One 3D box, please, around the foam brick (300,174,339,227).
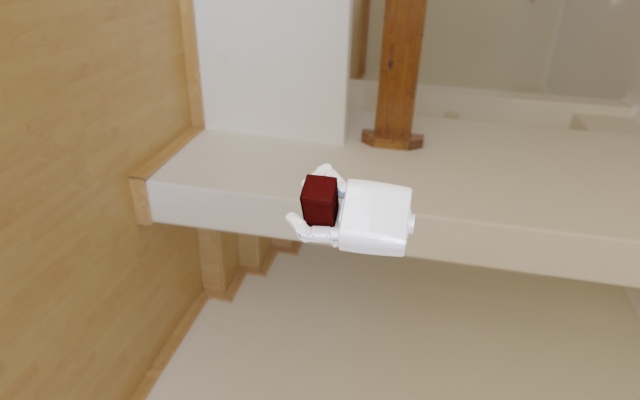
[{"bbox_3d":[0.000,0.002,0.771,0.051,0.053,0.078,7,-35,10],"label":"foam brick"}]
